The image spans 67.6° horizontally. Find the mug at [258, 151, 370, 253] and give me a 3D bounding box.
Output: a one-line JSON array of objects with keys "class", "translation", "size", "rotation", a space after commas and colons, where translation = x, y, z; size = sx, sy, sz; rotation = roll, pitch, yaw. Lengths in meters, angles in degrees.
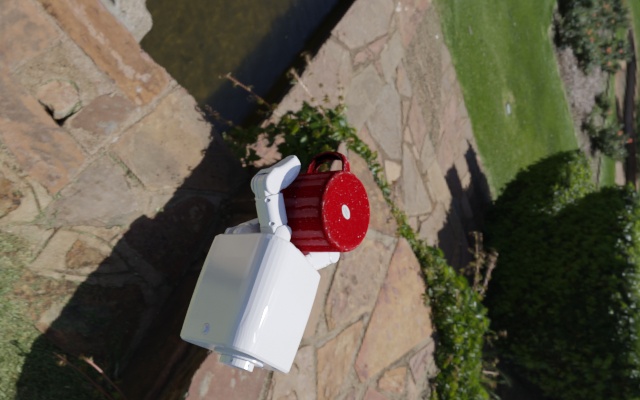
[{"class": "mug", "translation": [0.001, 0.000, 0.495], "size": [0.081, 0.117, 0.093], "rotation": [-4, -30, 40]}]
